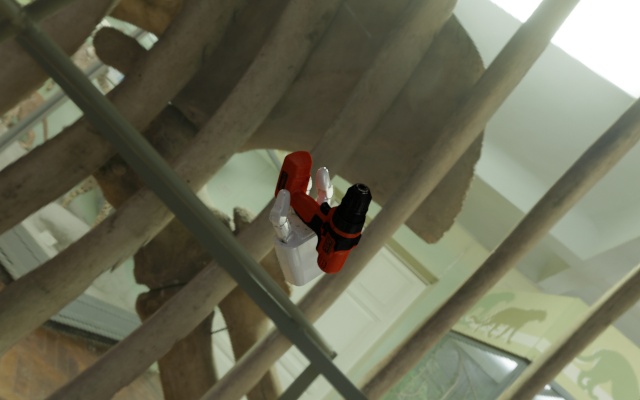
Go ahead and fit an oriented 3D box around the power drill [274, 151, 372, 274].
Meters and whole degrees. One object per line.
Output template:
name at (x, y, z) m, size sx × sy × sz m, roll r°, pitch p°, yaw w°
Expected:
power drill at (0.000, 0.002, 0.788) m, size 0.057 × 0.185 × 0.187 m, roll -11°, pitch 49°, yaw -35°
